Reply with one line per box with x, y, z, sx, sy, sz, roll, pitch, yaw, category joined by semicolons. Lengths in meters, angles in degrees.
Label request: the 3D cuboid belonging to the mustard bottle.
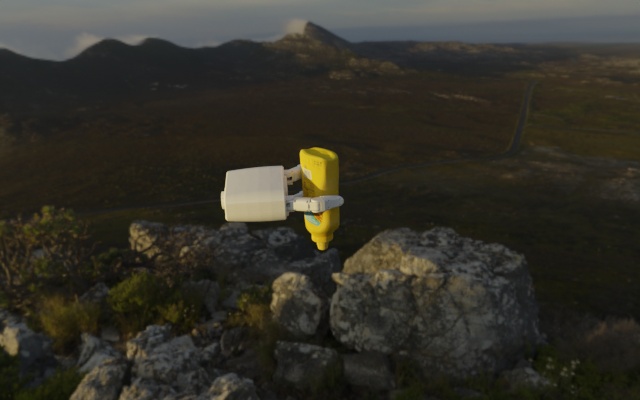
0.000;0.003;0.893;0.058;0.192;0.096;-13;22;-27;mustard bottle
